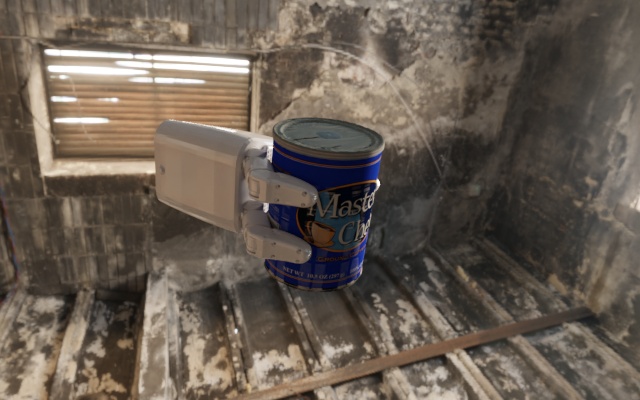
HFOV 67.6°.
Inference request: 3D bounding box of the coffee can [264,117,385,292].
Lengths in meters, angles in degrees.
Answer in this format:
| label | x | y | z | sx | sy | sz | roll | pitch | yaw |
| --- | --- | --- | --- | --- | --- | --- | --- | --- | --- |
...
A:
| label | x | y | z | sx | sy | sz | roll | pitch | yaw |
| --- | --- | --- | --- | --- | --- | --- | --- | --- | --- |
| coffee can | 0.000 | 0.001 | 0.463 | 0.103 | 0.140 | 0.102 | 6 | 25 | -3 |
